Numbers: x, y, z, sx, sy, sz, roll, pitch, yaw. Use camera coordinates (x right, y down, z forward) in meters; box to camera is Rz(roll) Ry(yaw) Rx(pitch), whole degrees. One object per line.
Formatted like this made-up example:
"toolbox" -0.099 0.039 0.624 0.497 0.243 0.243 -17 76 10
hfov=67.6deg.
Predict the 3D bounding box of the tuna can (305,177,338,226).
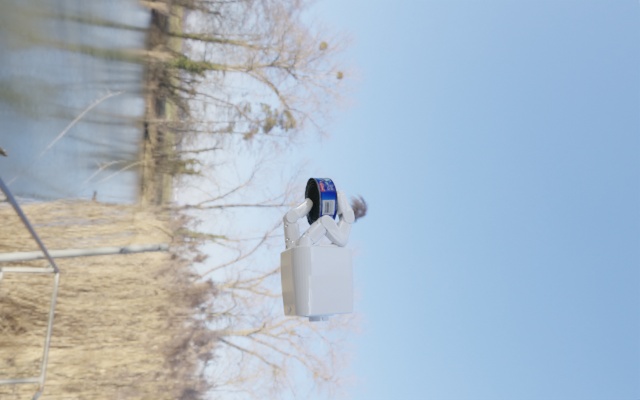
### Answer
"tuna can" 0.001 0.003 0.827 0.034 0.086 0.086 -1 0 -19
